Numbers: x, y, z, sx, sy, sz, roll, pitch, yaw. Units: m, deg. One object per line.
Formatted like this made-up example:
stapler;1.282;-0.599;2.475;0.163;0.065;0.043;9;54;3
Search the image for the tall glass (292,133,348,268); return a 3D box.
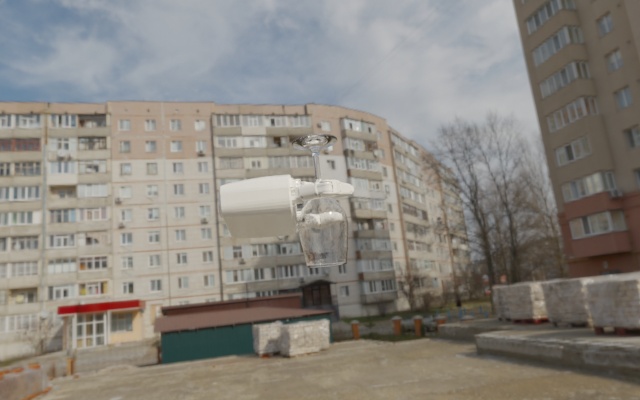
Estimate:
tall glass;0.000;0.002;0.748;0.079;0.201;0.079;-6;-12;-1
